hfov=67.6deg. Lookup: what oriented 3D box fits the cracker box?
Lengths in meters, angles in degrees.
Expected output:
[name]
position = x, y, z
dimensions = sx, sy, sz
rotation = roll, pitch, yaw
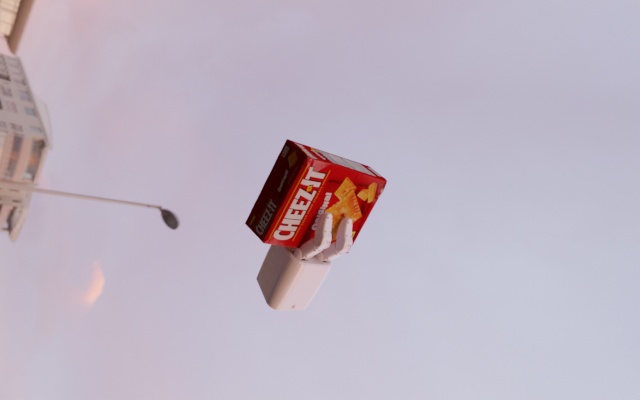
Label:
[cracker box]
position = 0.000, 0.003, 0.833
dimensions = 0.214, 0.164, 0.072
rotation = 12, 21, -46
